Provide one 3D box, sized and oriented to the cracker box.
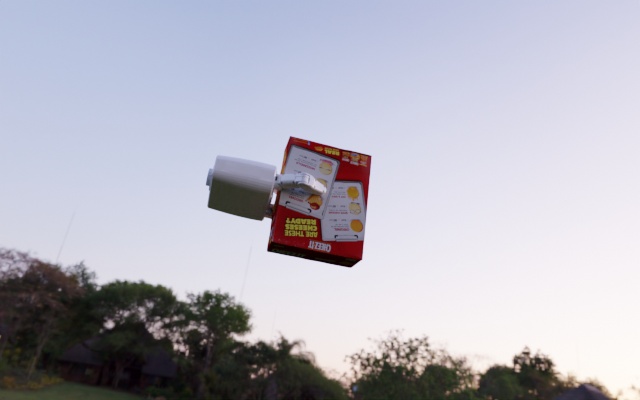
[{"bbox_3d":[0.000,0.003,0.880,0.164,0.213,0.072,12,-25,-10],"label":"cracker box"}]
